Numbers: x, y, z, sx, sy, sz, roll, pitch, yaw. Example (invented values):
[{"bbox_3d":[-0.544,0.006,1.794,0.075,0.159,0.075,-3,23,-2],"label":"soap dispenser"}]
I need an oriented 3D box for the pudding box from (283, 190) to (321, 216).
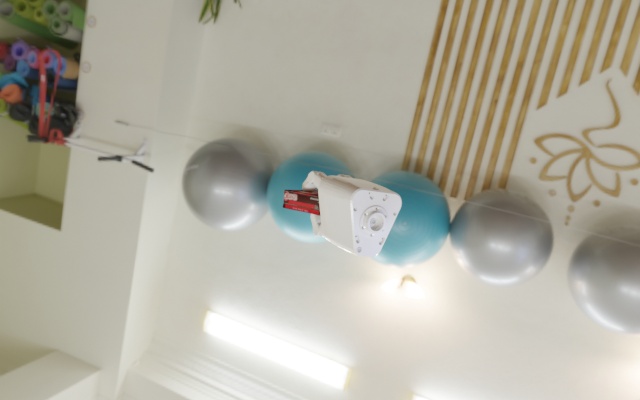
[{"bbox_3d":[0.000,0.003,0.873,0.090,0.039,0.113,12,6,35],"label":"pudding box"}]
